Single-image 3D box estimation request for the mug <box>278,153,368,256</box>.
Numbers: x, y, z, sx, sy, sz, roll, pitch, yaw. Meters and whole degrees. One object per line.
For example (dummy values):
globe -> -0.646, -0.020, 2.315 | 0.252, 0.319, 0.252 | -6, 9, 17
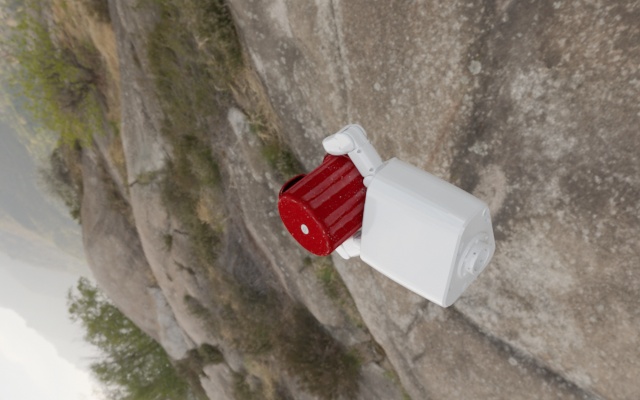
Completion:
mug -> -0.001, 0.001, 0.527 | 0.117, 0.093, 0.081 | 28, 55, 38
